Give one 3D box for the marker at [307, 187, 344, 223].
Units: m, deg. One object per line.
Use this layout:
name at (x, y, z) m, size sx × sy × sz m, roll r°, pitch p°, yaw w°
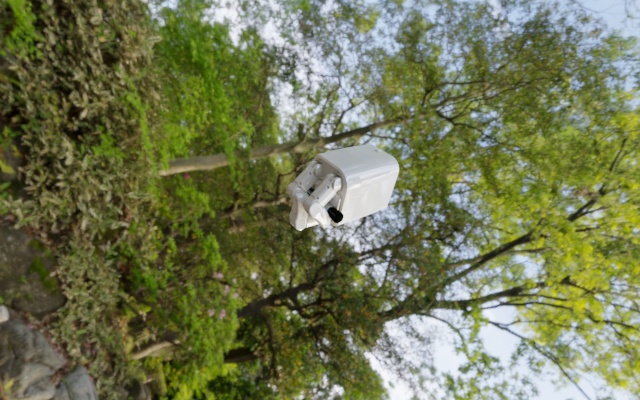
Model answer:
marker at (0.000, 0.003, 0.766) m, size 0.020 × 0.020 × 0.121 m, roll 0°, pitch 26°, yaw -34°
